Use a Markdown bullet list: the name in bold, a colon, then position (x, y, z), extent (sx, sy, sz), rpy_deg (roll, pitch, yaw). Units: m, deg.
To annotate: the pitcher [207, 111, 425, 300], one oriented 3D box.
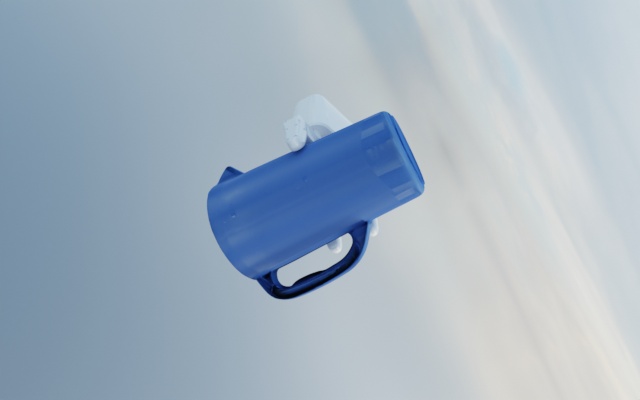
- **pitcher**: position (0.000, 0.002, 0.578), extent (0.243, 0.149, 0.145), rpy_deg (-25, 31, 15)
